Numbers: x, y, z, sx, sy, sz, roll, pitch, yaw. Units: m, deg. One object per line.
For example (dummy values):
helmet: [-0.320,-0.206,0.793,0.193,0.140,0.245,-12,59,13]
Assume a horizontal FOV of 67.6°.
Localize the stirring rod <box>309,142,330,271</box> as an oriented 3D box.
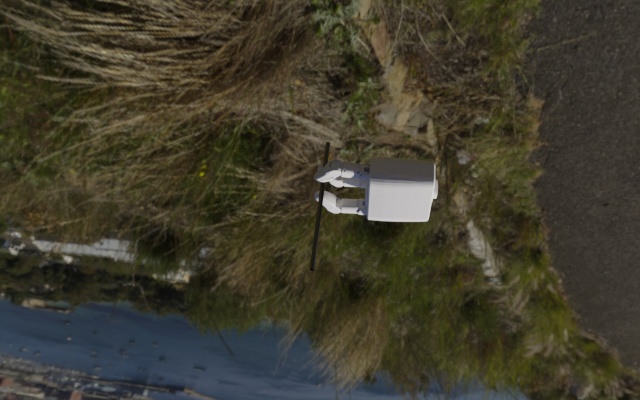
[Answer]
stirring rod: [0.000,0.002,0.797,0.011,0.239,0.011,6,-28,3]
